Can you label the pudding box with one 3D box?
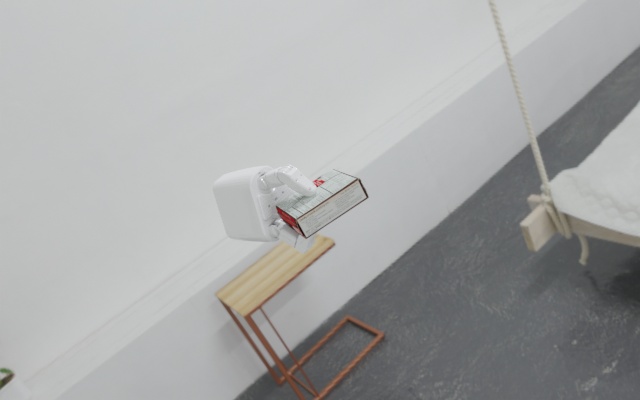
[{"bbox_3d":[0.000,0.002,0.696,0.113,0.039,0.090,-35,24,-13],"label":"pudding box"}]
